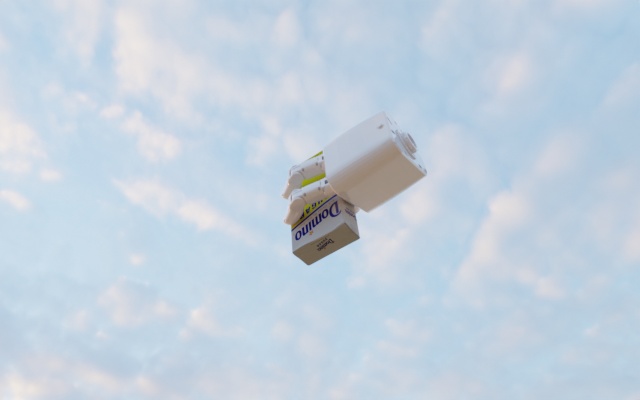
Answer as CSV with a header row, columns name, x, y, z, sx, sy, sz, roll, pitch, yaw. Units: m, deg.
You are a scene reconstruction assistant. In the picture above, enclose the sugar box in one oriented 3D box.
name,x,y,z,sx,sy,sz,roll,pitch,yaw
sugar box,0.000,0.002,0.716,0.093,0.176,0.048,-31,-53,21
